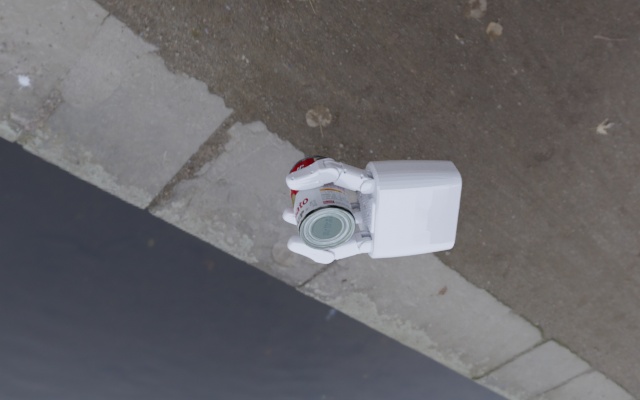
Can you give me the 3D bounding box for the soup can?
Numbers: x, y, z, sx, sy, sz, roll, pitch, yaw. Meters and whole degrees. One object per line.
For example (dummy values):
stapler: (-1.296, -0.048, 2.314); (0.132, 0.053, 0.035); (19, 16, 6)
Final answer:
soup can: (0.000, 0.002, 0.574); (0.068, 0.069, 0.102); (0, 39, -12)
